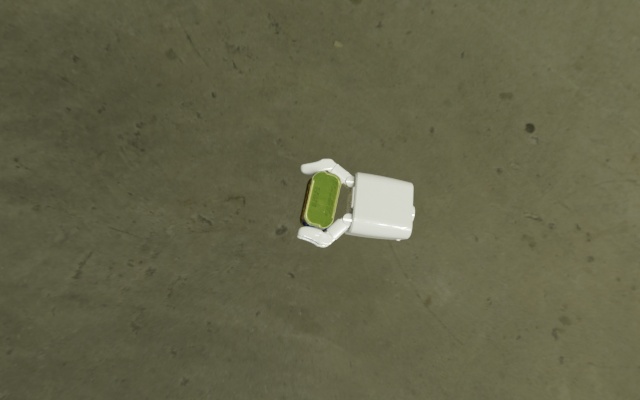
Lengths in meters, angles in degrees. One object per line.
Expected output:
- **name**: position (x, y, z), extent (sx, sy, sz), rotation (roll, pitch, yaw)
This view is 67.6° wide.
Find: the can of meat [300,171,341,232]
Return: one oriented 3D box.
- **can of meat**: position (0.000, 0.003, 0.847), extent (0.057, 0.102, 0.084), rotation (12, -8, -5)
